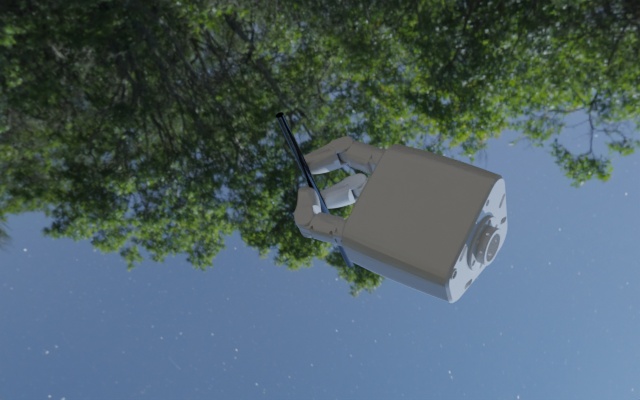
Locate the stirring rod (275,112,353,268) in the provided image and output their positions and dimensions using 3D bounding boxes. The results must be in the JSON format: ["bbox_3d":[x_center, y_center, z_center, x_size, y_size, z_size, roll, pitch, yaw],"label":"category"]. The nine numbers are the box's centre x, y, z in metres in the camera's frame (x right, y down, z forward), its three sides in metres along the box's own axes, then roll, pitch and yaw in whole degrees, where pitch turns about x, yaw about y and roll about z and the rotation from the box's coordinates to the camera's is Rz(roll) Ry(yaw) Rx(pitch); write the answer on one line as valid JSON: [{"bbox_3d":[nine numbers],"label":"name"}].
[{"bbox_3d":[0.000,0.002,0.515,0.011,0.011,0.240,0,-41,24],"label":"stirring rod"}]
